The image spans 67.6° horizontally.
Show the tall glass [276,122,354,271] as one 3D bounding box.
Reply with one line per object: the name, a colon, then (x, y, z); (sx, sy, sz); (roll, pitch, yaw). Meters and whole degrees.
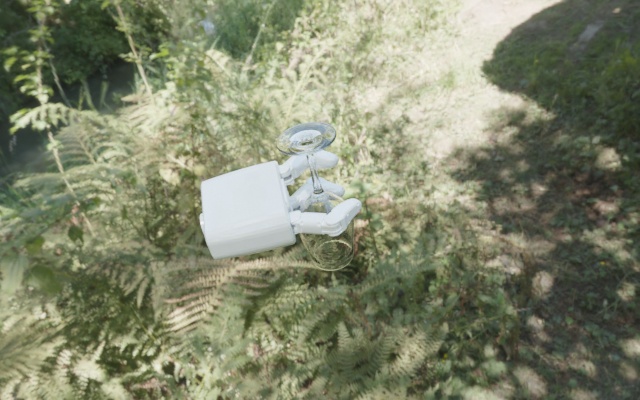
tall glass: (0.000, 0.002, 0.632); (0.079, 0.201, 0.079); (-8, 37, 6)
